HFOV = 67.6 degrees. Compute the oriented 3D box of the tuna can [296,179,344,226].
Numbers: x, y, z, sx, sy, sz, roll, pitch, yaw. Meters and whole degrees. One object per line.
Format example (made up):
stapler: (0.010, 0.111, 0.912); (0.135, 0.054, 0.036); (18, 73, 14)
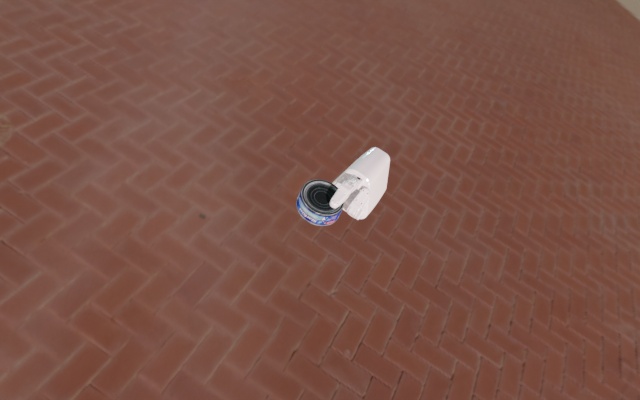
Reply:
tuna can: (0.000, 0.003, 0.882); (0.086, 0.086, 0.034); (0, -36, -21)
